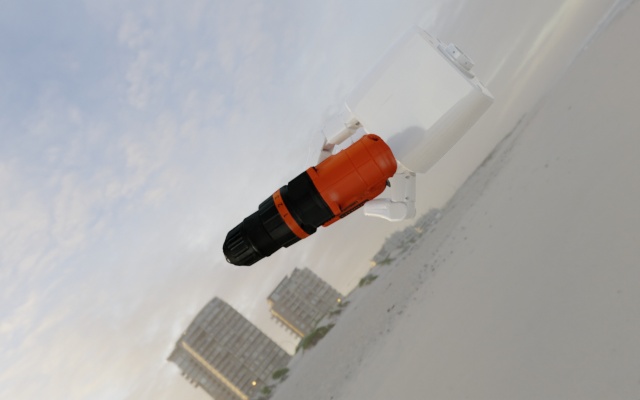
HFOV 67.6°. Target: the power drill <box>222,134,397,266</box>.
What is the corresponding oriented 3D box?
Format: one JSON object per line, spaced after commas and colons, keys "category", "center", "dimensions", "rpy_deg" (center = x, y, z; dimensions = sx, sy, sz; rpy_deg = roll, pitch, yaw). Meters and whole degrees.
{"category": "power drill", "center": [0.000, 0.001, 0.505], "dimensions": [0.184, 0.057, 0.187], "rpy_deg": [-32, -2, 11]}
